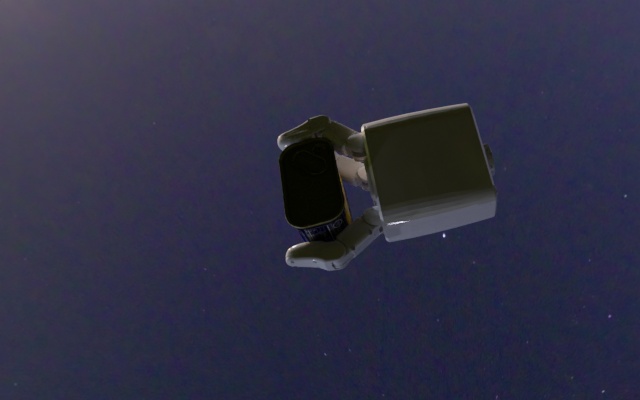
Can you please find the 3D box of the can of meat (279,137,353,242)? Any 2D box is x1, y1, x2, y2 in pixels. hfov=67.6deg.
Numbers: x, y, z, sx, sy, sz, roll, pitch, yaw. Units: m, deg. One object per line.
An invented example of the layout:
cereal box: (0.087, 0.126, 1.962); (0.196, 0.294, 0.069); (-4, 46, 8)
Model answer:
can of meat: (0.000, 0.002, 0.491); (0.057, 0.102, 0.084); (-15, -35, 7)
